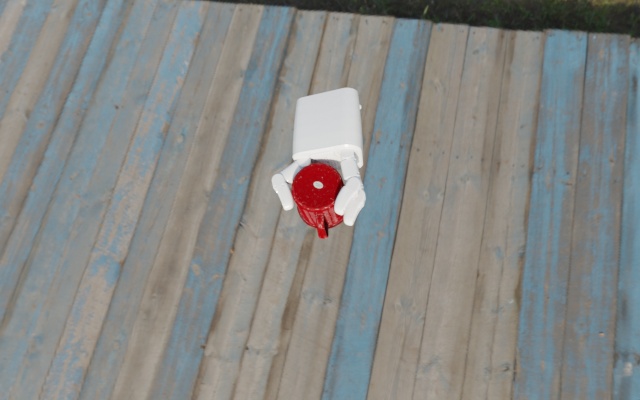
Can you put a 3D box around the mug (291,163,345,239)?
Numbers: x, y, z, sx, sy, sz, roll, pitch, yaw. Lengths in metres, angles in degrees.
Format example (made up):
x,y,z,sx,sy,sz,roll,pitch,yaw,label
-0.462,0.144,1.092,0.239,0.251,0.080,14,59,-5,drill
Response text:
x,y,z,sx,sy,sz,roll,pitch,yaw,label
0.000,0.004,0.759,0.093,0.117,0.081,-3,-19,8,mug
